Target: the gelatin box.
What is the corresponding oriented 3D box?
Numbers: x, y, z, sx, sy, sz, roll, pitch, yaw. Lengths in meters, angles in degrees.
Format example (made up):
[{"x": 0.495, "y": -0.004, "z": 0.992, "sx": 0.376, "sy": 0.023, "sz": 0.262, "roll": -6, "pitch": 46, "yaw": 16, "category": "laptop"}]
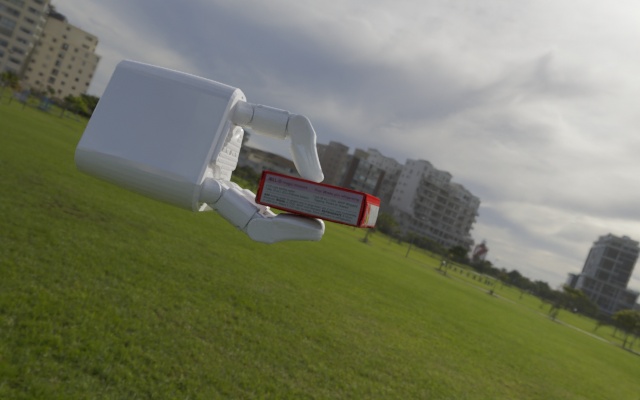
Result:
[{"x": 0.000, "y": 0.001, "z": 0.400, "sx": 0.089, "sy": 0.030, "sz": 0.073, "roll": 12, "pitch": -1, "yaw": 15, "category": "gelatin box"}]
